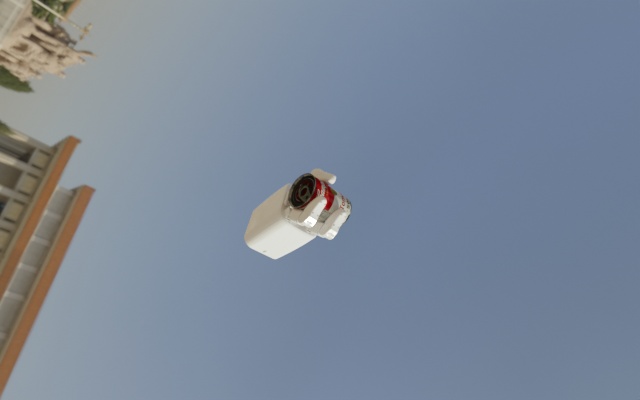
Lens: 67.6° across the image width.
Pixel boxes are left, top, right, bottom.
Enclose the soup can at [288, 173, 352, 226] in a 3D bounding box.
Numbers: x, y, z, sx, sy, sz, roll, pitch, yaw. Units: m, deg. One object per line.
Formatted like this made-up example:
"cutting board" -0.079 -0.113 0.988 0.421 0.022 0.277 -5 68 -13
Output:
"soup can" 0.001 0.003 0.877 0.102 0.068 0.068 32 -21 -37
